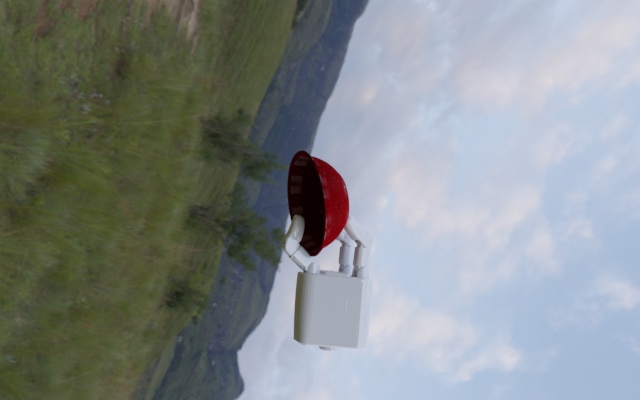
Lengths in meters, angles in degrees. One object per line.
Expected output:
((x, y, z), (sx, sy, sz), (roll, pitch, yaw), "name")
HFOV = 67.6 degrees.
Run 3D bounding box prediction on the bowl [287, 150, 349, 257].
((0.000, 0.001, 0.730), (0.055, 0.162, 0.162), (-7, 3, -22), "bowl")
